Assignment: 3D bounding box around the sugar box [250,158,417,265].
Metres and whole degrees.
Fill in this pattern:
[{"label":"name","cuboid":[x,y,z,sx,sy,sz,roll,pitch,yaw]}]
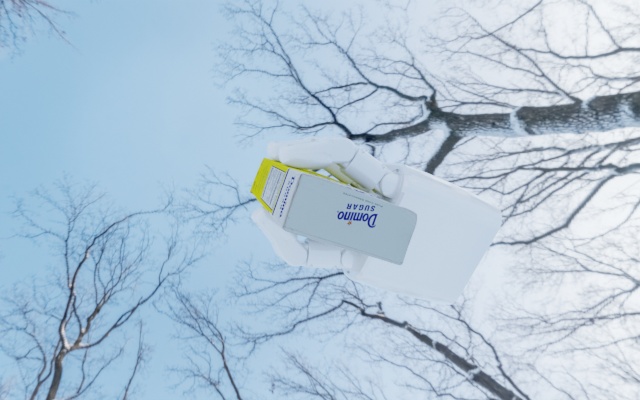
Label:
[{"label":"sugar box","cuboid":[0.000,0.001,0.400,0.093,0.048,0.176,18,1,-18]}]
